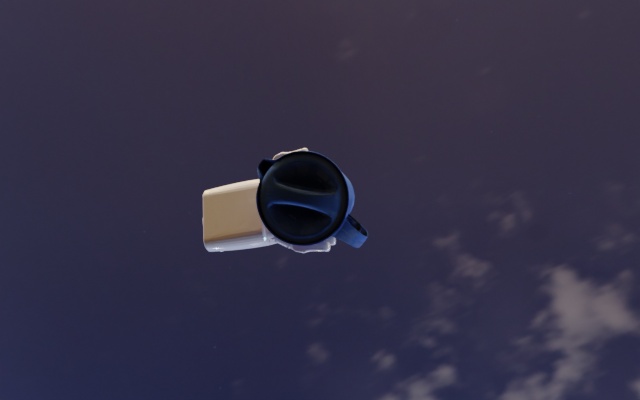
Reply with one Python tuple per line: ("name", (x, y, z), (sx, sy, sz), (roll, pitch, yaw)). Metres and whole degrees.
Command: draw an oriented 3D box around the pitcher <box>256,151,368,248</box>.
("pitcher", (0.000, 0.003, 0.776), (0.145, 0.149, 0.243), (-9, -1, 10))
